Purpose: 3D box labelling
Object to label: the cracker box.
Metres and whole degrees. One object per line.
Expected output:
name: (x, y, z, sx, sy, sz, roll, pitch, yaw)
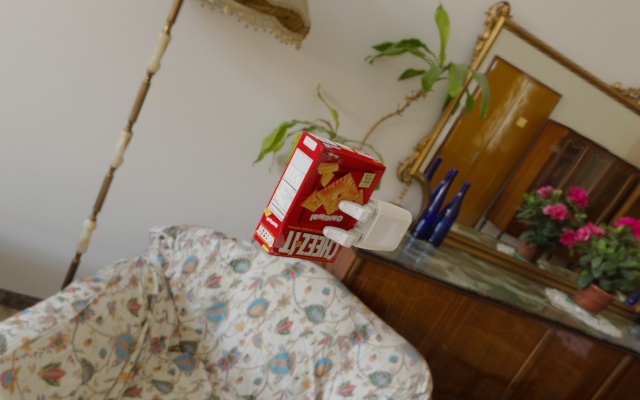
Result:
cracker box: (0.000, 0.003, 0.854, 0.164, 0.214, 0.072, 14, 20, -42)
